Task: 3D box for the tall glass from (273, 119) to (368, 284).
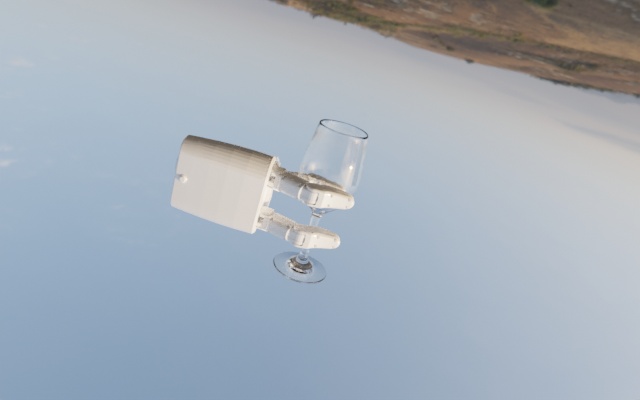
[{"bbox_3d":[0.000,0.003,0.605,0.079,0.201,0.079,16,22,-6],"label":"tall glass"}]
